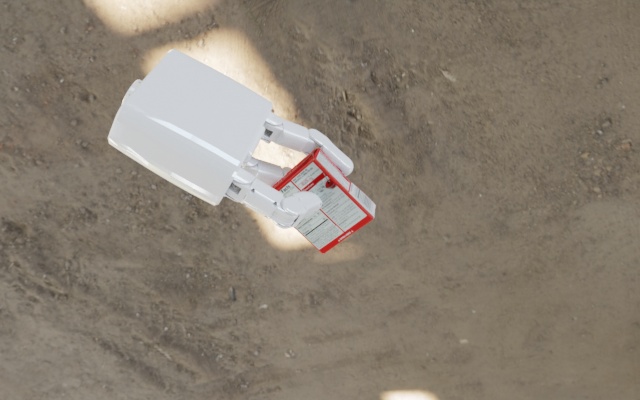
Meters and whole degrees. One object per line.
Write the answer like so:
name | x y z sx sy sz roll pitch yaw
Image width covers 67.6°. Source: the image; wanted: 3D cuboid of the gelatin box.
gelatin box | 0.000 0.002 0.483 0.073 0.089 0.030 -38 16 28
